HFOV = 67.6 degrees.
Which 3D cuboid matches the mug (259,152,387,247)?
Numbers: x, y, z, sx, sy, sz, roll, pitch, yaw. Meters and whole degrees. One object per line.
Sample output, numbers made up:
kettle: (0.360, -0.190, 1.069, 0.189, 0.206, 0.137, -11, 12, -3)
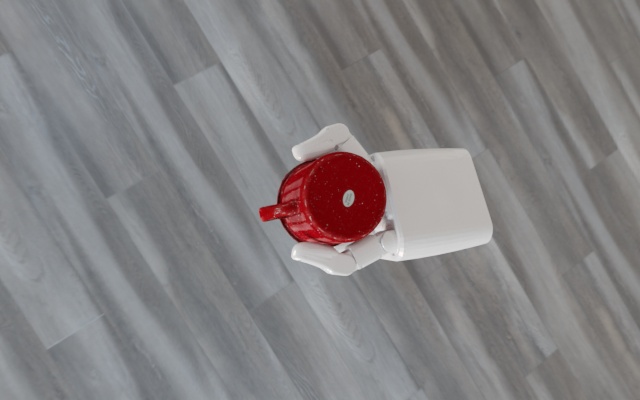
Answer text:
mug: (-0.001, 0.002, 0.451, 0.117, 0.093, 0.081, -8, -3, -17)
